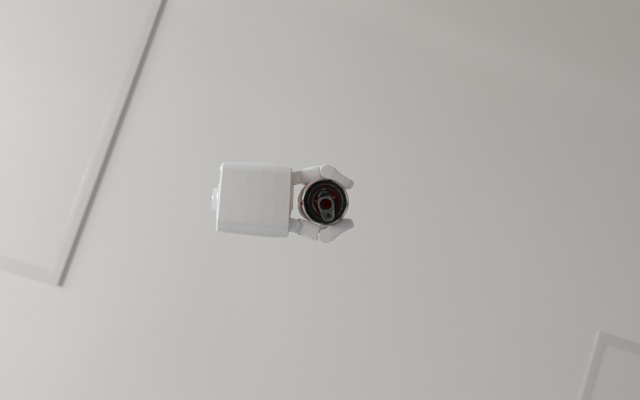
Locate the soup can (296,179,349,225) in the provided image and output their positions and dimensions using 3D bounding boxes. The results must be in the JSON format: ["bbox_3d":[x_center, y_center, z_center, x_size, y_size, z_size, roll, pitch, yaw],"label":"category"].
[{"bbox_3d":[0.001,0.002,0.742,0.068,0.068,0.102,0,0,-9],"label":"soup can"}]
